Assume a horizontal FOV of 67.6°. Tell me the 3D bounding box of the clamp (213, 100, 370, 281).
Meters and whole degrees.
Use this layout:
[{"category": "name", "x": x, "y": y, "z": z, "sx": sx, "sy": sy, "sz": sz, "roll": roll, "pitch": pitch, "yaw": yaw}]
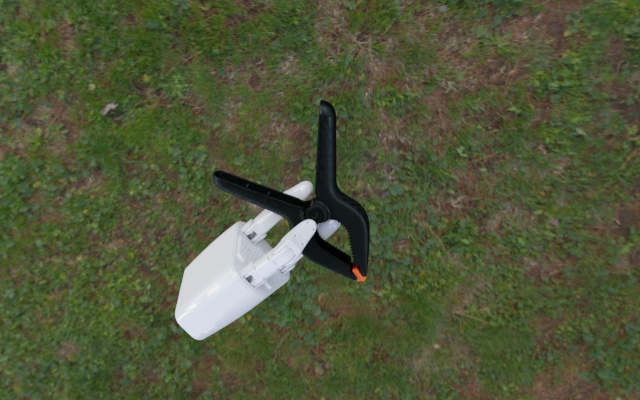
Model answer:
[{"category": "clamp", "x": 0.000, "y": 0.003, "z": 0.548, "sx": 0.164, "sy": 0.210, "sz": 0.036, "roll": -37, "pitch": 12, "yaw": 22}]
